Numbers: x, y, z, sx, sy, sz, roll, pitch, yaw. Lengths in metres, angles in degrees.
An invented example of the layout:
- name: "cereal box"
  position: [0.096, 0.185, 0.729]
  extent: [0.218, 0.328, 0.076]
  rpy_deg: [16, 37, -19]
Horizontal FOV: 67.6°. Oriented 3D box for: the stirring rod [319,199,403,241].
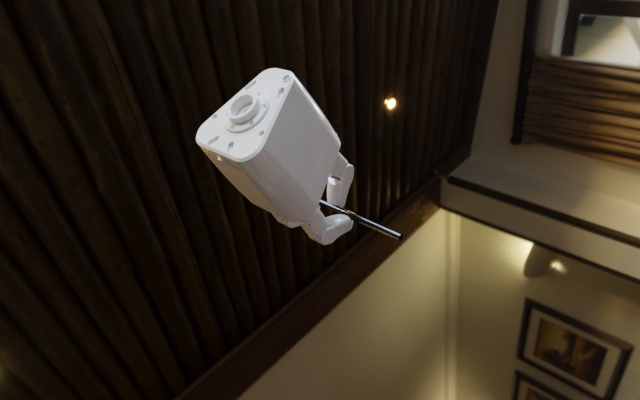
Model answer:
- name: "stirring rod"
  position: [0.000, 0.002, 0.586]
  extent: [0.239, 0.011, 0.011]
  rpy_deg: [24, 15, 39]
